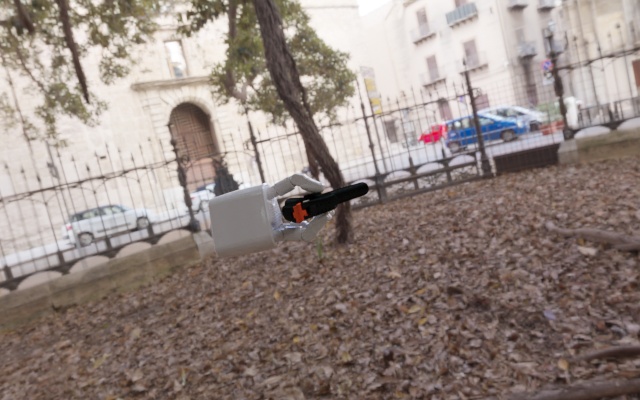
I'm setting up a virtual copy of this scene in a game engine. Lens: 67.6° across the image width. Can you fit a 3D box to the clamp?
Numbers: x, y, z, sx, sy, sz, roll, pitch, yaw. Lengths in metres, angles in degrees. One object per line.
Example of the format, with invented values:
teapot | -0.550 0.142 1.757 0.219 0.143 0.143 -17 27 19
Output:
clamp | 0.000 0.002 0.815 0.164 0.036 0.210 -14 5 8
